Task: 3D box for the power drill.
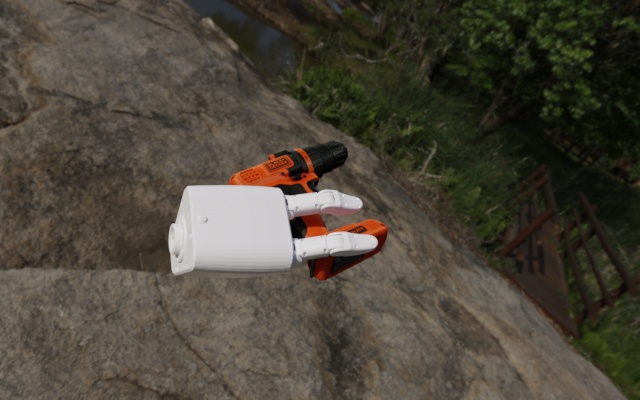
[{"bbox_3d":[0.000,0.002,0.623,0.184,0.057,0.187,-24,53,-27],"label":"power drill"}]
